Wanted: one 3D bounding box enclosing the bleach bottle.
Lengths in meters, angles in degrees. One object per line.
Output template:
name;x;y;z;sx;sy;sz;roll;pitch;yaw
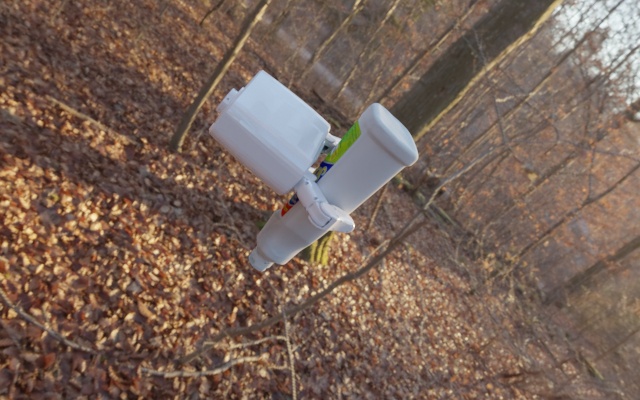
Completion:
bleach bottle;0.000;0.002;0.566;0.068;0.251;0.102;39;22;-14
